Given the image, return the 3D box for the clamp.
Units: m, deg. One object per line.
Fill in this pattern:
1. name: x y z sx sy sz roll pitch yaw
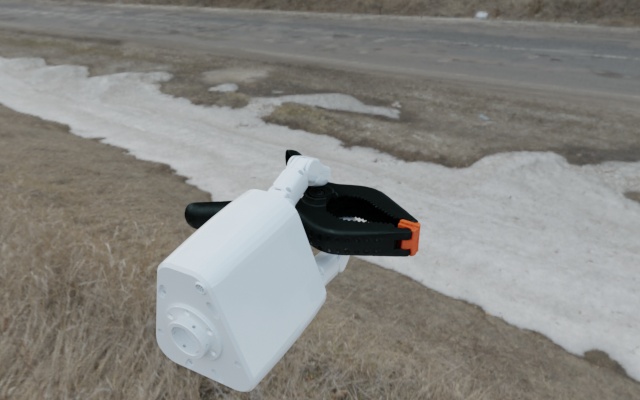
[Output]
1. clamp: 0.000 0.001 0.461 0.210 0.036 0.164 13 34 25
